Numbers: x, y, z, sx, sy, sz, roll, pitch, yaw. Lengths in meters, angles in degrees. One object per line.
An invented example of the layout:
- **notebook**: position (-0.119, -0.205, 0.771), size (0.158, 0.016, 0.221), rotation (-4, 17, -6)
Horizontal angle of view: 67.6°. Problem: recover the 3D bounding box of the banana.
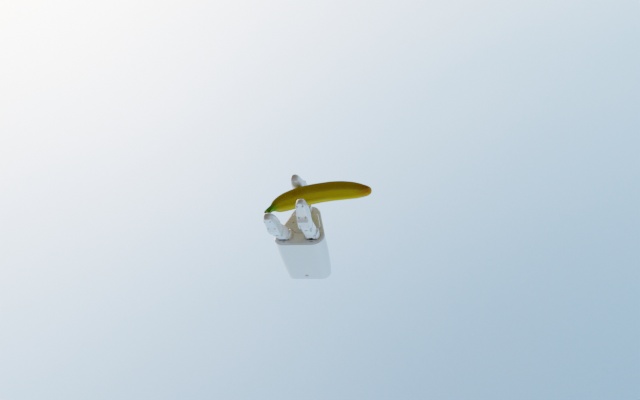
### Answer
- **banana**: position (-0.006, -0.006, 0.884), size (0.198, 0.037, 0.069), rotation (-14, 32, -3)
